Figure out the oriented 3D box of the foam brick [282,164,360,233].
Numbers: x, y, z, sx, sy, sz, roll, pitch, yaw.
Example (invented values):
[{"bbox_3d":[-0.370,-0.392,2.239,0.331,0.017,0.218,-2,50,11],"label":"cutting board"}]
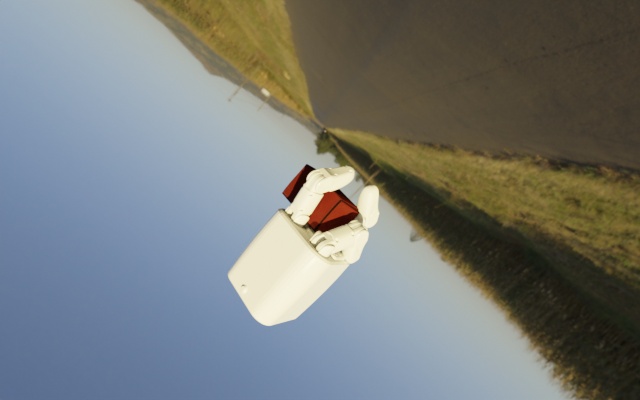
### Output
[{"bbox_3d":[0.000,0.002,0.596,0.078,0.051,0.053,48,11,36],"label":"foam brick"}]
